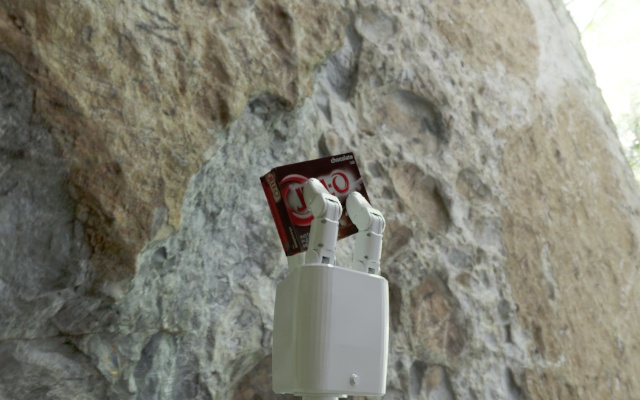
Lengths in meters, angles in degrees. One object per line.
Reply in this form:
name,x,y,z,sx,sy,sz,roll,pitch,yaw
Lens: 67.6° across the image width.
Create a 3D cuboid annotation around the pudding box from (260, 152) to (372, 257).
pudding box,0.000,0.002,0.514,0.113,0.090,0.039,-16,-5,-40
